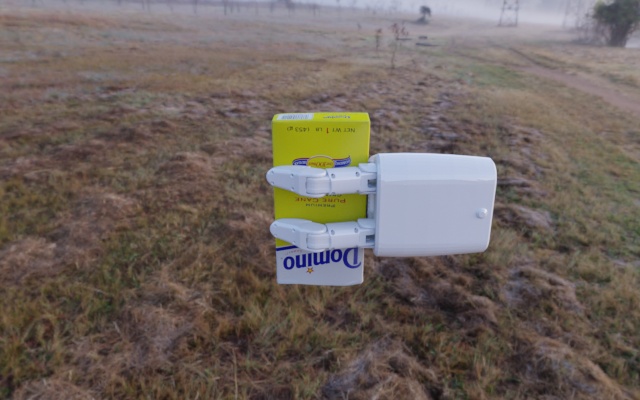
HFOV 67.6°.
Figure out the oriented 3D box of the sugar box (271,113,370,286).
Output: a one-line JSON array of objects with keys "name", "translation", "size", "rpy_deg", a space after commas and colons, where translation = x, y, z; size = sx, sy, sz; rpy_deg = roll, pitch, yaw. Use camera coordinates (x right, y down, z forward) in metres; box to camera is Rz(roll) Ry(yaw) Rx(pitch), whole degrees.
[{"name": "sugar box", "translation": [0.000, 0.002, 0.483], "size": [0.093, 0.176, 0.048], "rpy_deg": [0, 20, 2]}]
